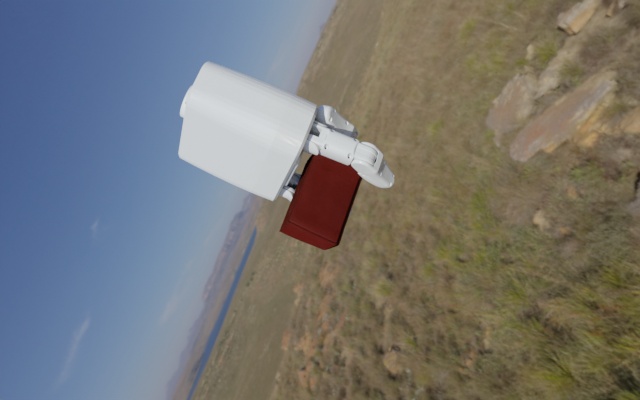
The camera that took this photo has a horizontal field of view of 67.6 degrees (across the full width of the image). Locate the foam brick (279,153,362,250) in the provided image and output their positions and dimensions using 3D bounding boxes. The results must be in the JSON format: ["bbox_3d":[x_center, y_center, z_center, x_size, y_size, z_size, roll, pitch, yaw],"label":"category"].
[{"bbox_3d":[0.000,0.002,0.458,0.051,0.078,0.053,23,-18,-9],"label":"foam brick"}]
